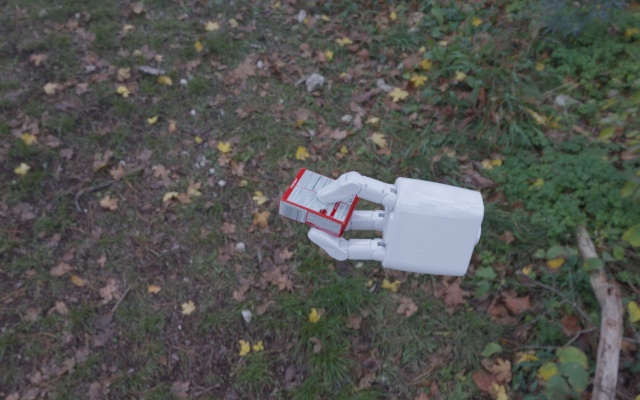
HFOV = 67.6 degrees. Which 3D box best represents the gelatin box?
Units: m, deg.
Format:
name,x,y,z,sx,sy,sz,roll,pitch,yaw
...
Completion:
name,x,y,z,sx,sy,sz,roll,pitch,yaw
gelatin box,0.000,0.002,0.622,0.089,0.030,0.073,21,44,8
